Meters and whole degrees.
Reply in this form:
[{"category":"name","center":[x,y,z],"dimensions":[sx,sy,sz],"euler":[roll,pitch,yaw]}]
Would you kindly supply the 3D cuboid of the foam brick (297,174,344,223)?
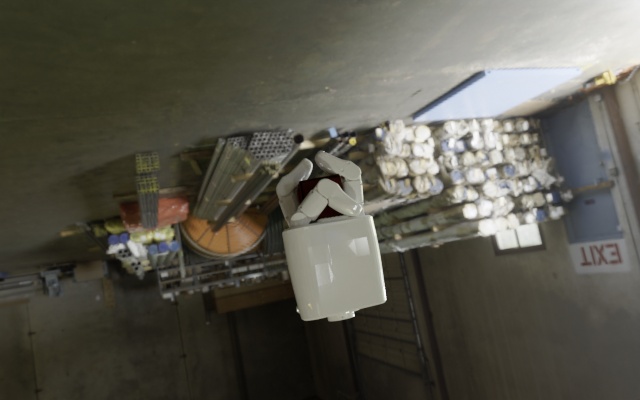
[{"category":"foam brick","center":[0.000,0.002,0.610],"dimensions":[0.053,0.051,0.078],"euler":[-10,-7,-6]}]
